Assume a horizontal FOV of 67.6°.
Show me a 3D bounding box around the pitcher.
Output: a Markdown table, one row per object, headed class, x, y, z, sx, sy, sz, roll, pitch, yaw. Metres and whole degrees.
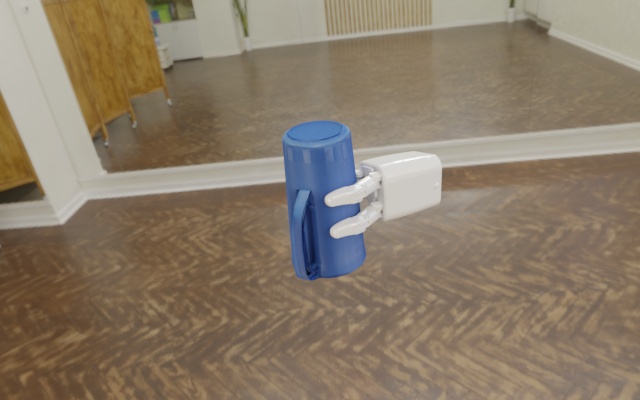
| class | x | y | z | sx | sy | sz | roll | pitch | yaw |
| --- | --- | --- | --- | --- | --- | --- | --- | --- | --- |
| pitcher | 0.000 | 0.003 | 0.786 | 0.145 | 0.243 | 0.149 | -14 | 29 | -14 |
